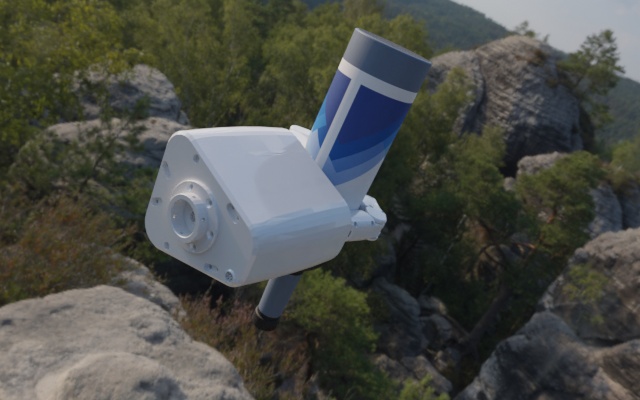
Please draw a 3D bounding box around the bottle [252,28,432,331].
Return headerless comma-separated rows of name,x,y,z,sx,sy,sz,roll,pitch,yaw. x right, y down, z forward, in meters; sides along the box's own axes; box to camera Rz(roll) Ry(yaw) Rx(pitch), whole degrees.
bottle,0.000,0.001,0.431,0.069,0.296,0.069,21,23,-9
